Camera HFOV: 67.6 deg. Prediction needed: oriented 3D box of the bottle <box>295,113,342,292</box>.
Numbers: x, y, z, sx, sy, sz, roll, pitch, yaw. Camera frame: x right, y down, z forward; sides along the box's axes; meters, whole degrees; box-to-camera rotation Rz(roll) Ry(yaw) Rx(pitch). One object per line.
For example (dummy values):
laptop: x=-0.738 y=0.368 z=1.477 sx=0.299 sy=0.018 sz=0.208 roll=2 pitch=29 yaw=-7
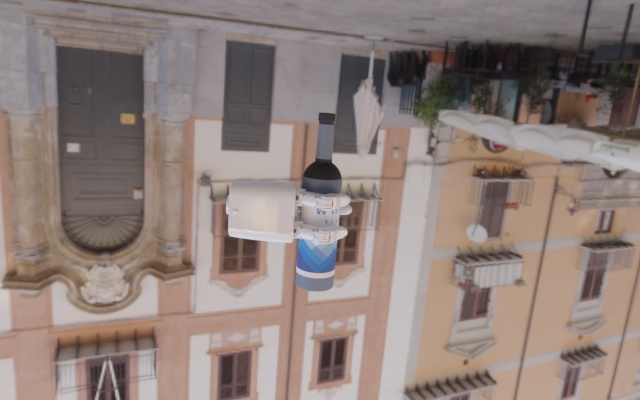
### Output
bottle: x=0.000 y=0.003 z=0.801 sx=0.069 sy=0.296 sz=0.069 roll=4 pitch=12 yaw=-1
